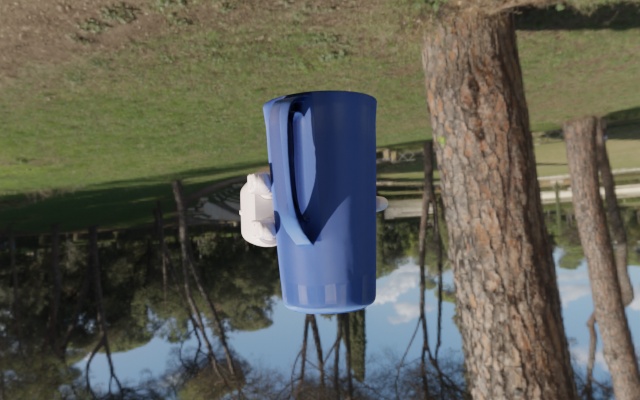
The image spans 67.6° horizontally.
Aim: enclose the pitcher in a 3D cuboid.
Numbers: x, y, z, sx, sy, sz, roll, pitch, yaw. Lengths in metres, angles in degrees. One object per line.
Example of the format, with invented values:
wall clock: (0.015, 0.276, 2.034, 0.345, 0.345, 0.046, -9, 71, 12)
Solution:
pitcher: (0.000, 0.002, 0.548, 0.149, 0.243, 0.145, -2, -3, -23)
